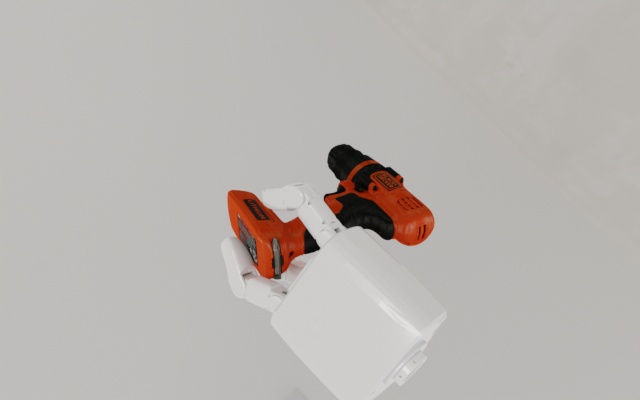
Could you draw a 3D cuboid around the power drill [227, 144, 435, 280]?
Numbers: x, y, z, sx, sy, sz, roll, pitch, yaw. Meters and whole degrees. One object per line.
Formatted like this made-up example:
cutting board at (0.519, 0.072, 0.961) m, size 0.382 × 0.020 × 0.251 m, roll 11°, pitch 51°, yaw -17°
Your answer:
power drill at (0.000, 0.002, 0.515) m, size 0.187 × 0.057 × 0.184 m, roll -17°, pitch 36°, yaw -21°
